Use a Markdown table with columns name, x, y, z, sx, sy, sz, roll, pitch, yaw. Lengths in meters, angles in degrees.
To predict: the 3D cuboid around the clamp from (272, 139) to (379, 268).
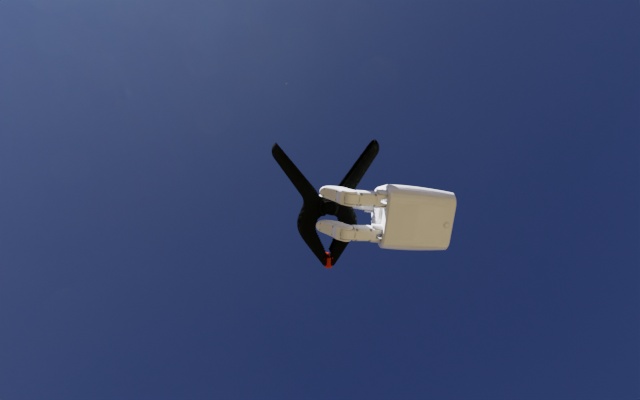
| name | x | y | z | sx | sy | sz | roll | pitch | yaw |
| --- | --- | --- | --- | --- | --- | --- | --- | --- | --- |
| clamp | 0.000 | 0.003 | 0.750 | 0.164 | 0.210 | 0.036 | 4 | 14 | -7 |
